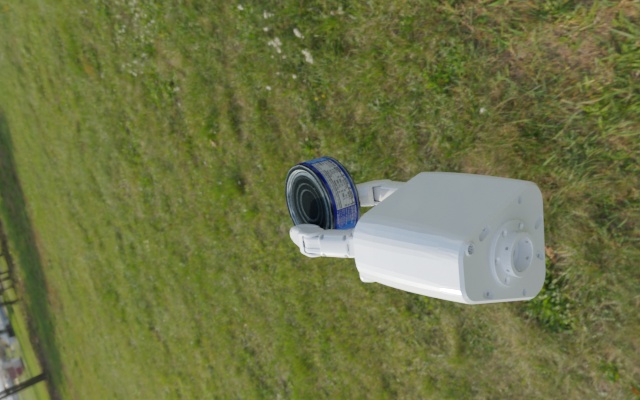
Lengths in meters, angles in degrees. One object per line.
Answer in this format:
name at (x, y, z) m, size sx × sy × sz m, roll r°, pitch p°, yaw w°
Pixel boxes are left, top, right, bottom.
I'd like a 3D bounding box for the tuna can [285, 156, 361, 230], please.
tuna can at (0.000, 0.002, 0.471) m, size 0.034 × 0.086 × 0.086 m, roll -18°, pitch 9°, yaw -31°
